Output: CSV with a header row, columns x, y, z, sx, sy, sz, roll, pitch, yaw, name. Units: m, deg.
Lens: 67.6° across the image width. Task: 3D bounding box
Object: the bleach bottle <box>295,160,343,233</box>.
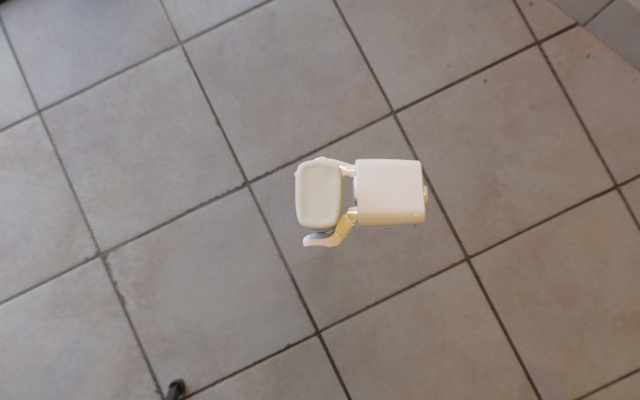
x,y,z,sx,sy,sz,roll,pitch,yaw,name
0.000,0.003,0.796,0.068,0.102,0.251,1,-4,1,bleach bottle
